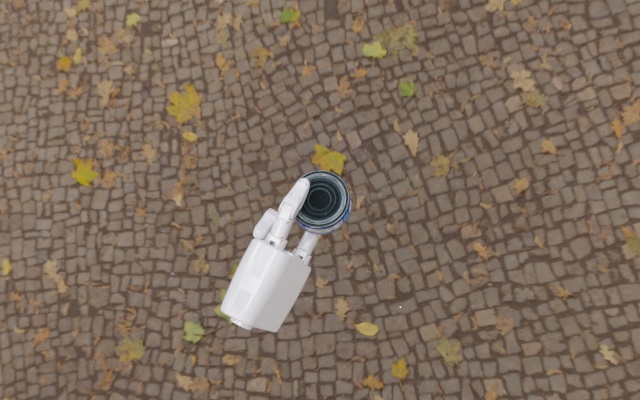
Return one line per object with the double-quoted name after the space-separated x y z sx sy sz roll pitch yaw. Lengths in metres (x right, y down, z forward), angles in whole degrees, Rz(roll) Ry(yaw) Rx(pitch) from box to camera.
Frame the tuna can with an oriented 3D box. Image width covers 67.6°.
0.000 0.002 0.664 0.086 0.086 0.034 0 -17 7 "tuna can"
